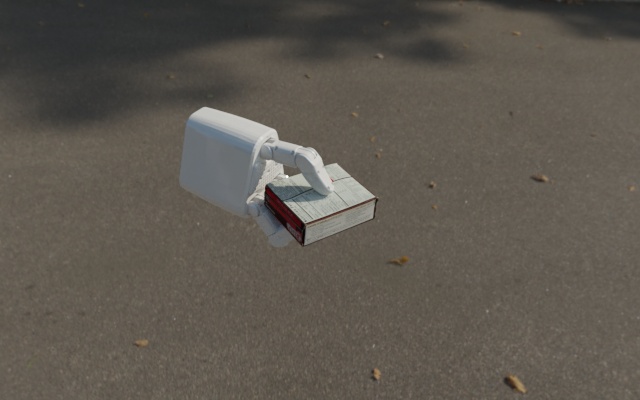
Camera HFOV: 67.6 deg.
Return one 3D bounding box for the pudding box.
[{"bbox_3d":[0.000,0.002,0.588,0.113,0.039,0.090,-20,46,-29],"label":"pudding box"}]
